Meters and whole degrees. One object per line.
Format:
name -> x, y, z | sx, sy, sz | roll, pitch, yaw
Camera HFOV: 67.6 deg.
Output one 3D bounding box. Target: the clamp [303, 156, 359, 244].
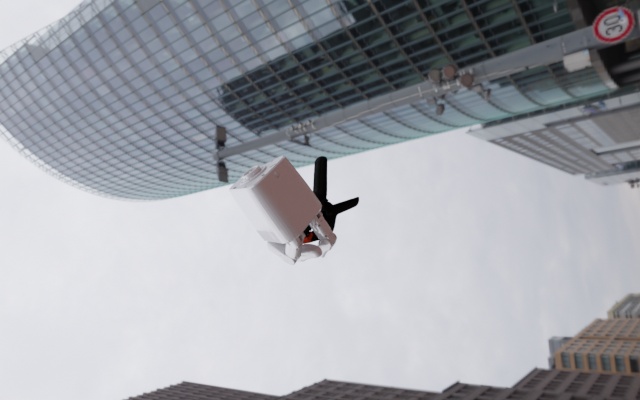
clamp -> 0.000, 0.003, 0.846 | 0.039, 0.120, 0.171 | -27, 17, 44
